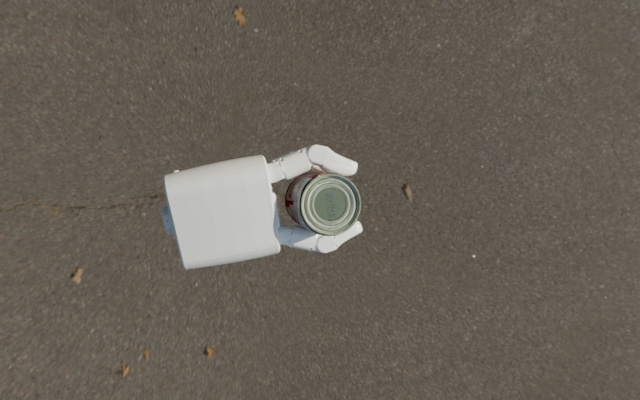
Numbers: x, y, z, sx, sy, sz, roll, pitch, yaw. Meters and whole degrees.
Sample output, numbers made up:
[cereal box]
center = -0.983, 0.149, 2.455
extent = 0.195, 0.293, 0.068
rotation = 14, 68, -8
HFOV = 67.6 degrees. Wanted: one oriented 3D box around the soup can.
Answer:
[soup can]
center = 0.001, 0.002, 0.540
extent = 0.068, 0.068, 0.102
rotation = 0, 3, -12
